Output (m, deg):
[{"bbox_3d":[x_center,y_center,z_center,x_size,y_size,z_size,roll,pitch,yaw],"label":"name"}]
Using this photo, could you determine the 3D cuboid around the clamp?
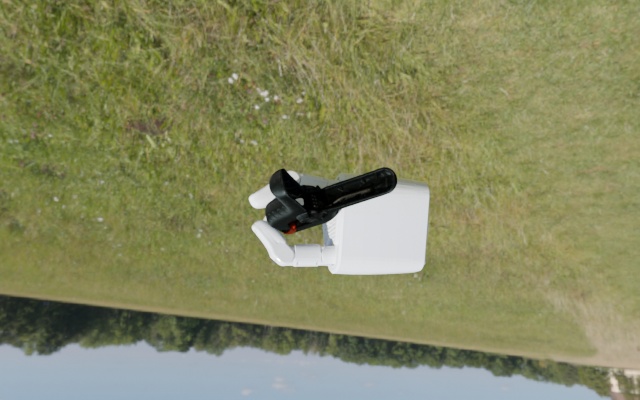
[{"bbox_3d":[0.000,0.002,0.486,0.120,0.039,0.171,1,-14,-12],"label":"clamp"}]
